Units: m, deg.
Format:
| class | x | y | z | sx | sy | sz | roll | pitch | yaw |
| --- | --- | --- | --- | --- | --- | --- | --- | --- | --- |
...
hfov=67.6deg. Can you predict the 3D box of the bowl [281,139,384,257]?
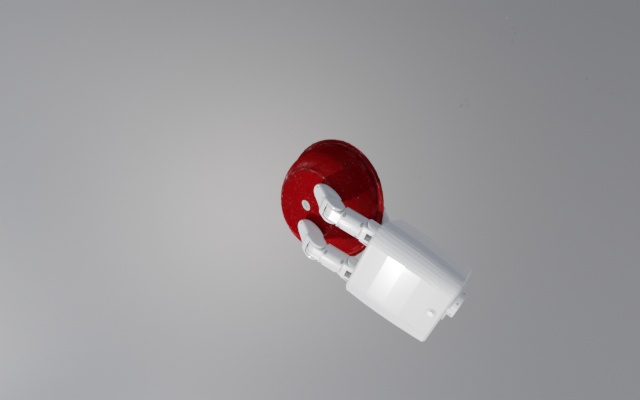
| class | x | y | z | sx | sy | sz | roll | pitch | yaw |
| --- | --- | --- | --- | --- | --- | --- | --- | --- | --- |
| bowl | -0.001 | 0.002 | 0.621 | 0.162 | 0.162 | 0.055 | 0 | 7 | 40 |
